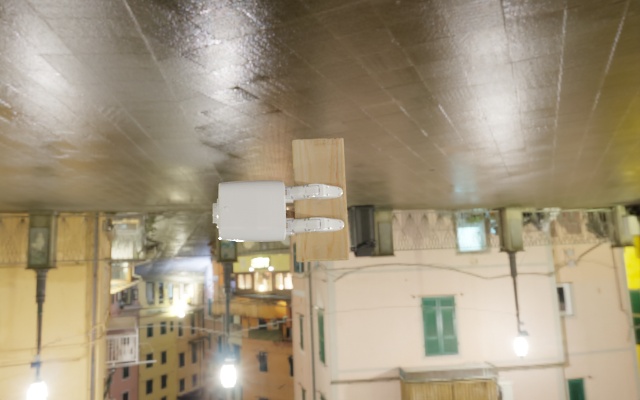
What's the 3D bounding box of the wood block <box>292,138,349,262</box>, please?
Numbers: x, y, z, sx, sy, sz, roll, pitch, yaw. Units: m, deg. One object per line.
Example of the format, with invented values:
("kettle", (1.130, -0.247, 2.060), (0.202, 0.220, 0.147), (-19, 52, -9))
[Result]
("wood block", (0.000, 0.003, 0.839), (0.090, 0.206, 0.091), (-2, -8, -1))
